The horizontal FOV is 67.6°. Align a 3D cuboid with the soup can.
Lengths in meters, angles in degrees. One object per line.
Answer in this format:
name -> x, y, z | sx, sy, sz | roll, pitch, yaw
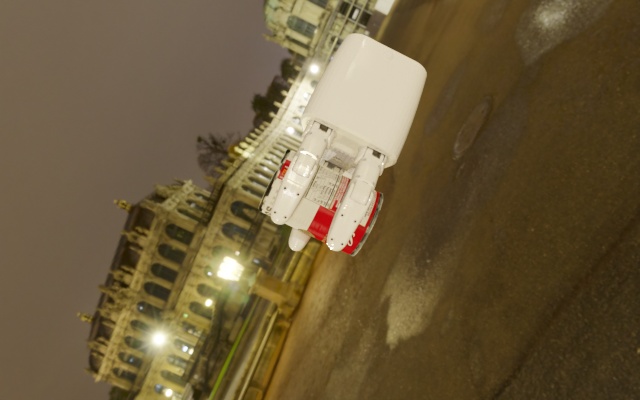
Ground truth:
soup can -> 0.000, 0.002, 0.461 | 0.102, 0.068, 0.068 | 26, -2, -4
